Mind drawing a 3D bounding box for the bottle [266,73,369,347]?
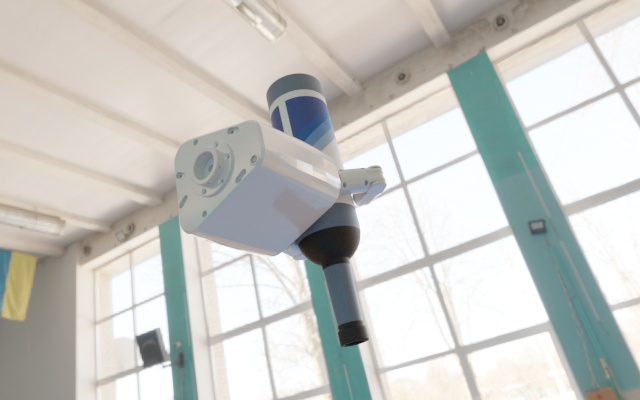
[{"bbox_3d":[0.000,0.001,0.500,0.069,0.295,0.069,-11,-25,-5],"label":"bottle"}]
